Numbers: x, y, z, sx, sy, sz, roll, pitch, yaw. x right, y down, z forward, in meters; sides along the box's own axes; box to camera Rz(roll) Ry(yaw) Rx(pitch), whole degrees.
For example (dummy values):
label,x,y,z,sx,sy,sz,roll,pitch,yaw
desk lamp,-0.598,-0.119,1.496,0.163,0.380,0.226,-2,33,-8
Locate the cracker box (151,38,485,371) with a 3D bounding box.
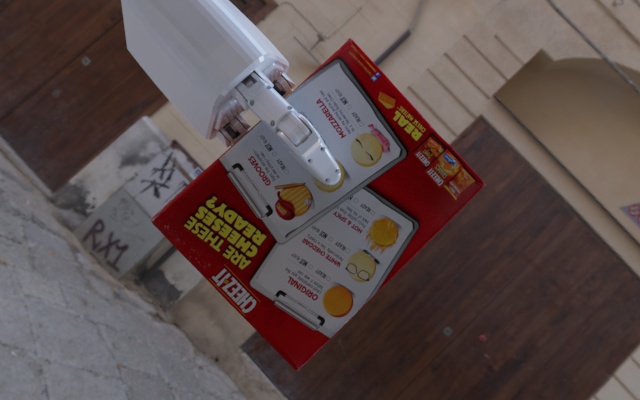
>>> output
label,x,y,z,sx,sy,sz,roll,pitch,yaw
cracker box,0.000,0.001,0.403,0.213,0.164,0.072,-44,2,-5
